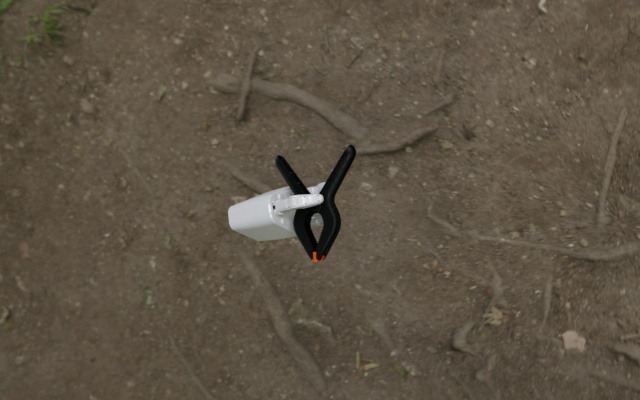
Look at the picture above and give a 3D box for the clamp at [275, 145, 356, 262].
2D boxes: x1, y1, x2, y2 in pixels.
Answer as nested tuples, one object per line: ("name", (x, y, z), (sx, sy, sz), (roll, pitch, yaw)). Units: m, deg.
("clamp", (0.000, 0.003, 0.855), (0.164, 0.210, 0.036), (-13, -9, 29))
